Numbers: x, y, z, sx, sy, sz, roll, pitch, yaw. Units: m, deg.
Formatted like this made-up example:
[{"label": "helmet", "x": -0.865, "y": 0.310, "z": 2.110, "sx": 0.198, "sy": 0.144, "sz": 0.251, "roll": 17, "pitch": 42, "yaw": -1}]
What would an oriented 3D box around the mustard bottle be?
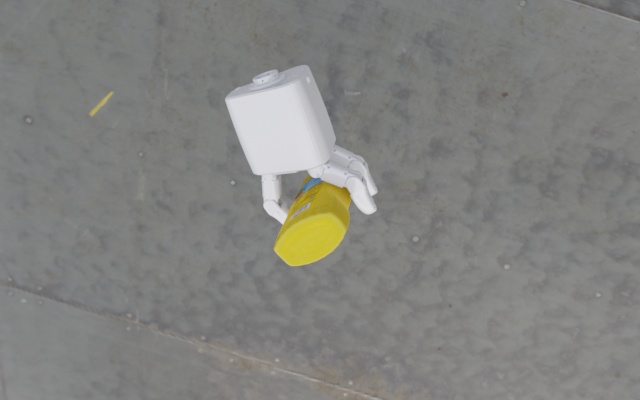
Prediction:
[{"label": "mustard bottle", "x": 0.000, "y": 0.002, "z": 0.636, "sx": 0.096, "sy": 0.058, "sz": 0.191, "roll": -36, "pitch": 18, "yaw": 25}]
